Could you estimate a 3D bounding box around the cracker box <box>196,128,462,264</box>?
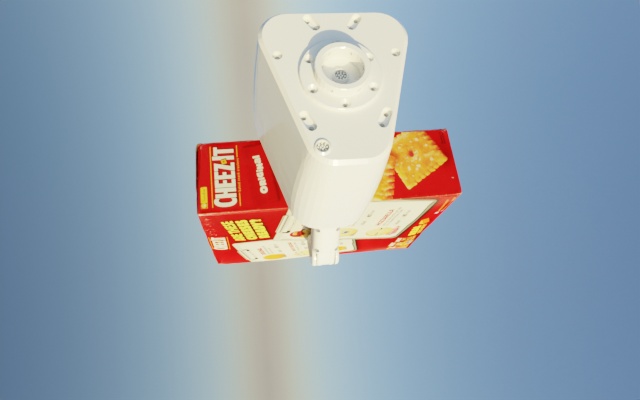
[{"bbox_3d":[0.000,0.002,0.458,0.214,0.072,0.164,-4,-21,-8],"label":"cracker box"}]
